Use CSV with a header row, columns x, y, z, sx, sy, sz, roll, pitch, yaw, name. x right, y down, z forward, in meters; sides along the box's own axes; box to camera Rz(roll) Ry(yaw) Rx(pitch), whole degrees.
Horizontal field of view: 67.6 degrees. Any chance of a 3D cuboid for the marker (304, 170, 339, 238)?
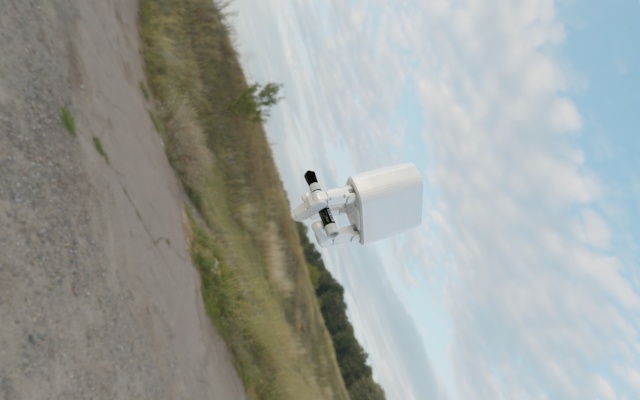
x,y,z,sx,sy,sz,roll,pitch,yaw,name
0.000,0.002,0.721,0.020,0.121,0.020,-15,-33,-10,marker
